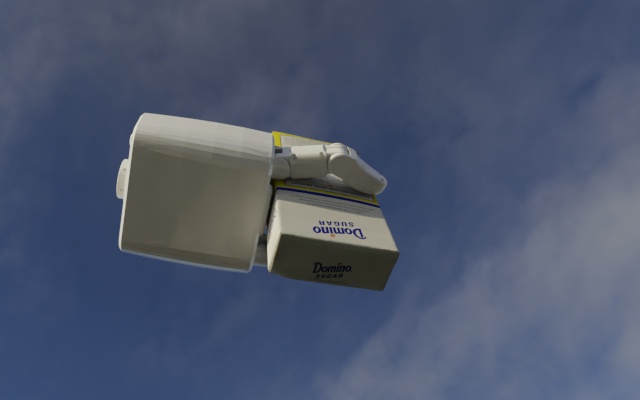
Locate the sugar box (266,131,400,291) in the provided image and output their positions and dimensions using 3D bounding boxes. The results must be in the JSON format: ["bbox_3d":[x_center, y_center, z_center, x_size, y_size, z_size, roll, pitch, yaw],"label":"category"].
[{"bbox_3d":[0.000,0.002,0.417,0.093,0.048,0.176,11,32,-13],"label":"sugar box"}]
